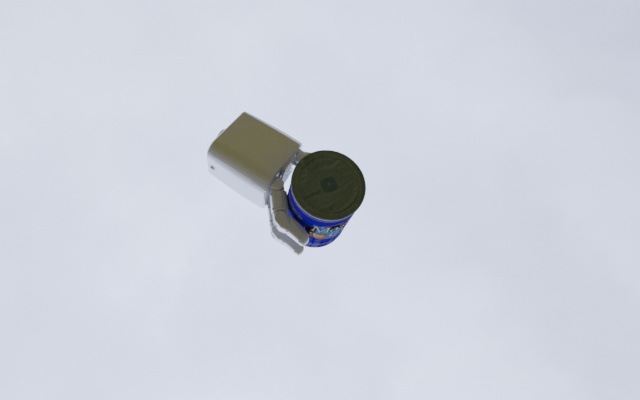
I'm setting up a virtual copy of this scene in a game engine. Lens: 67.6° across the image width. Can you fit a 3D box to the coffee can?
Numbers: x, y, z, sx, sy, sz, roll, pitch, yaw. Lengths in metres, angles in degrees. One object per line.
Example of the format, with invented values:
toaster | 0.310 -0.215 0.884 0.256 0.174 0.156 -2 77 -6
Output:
coffee can | 0.000 0.002 0.704 0.103 0.102 0.140 0 -21 -10
